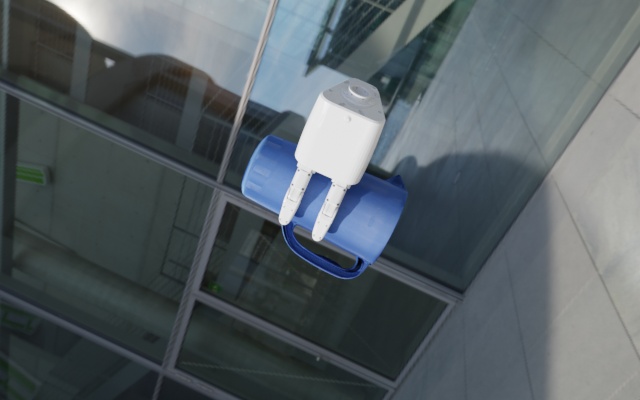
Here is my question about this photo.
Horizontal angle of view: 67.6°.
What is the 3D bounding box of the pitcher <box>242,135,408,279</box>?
[{"bbox_3d":[0.000,0.002,0.753,0.243,0.145,0.149,25,38,1],"label":"pitcher"}]
